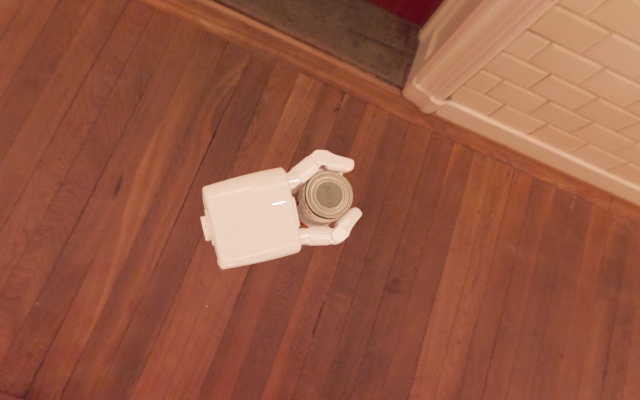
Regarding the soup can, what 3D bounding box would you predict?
[{"bbox_3d":[0.001,0.002,0.671,0.068,0.068,0.102,0,-12,-13],"label":"soup can"}]
